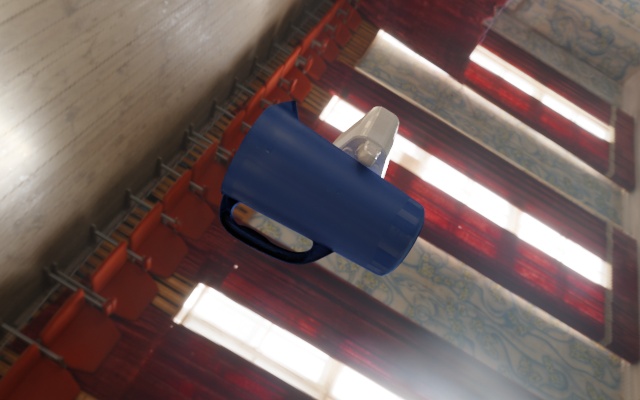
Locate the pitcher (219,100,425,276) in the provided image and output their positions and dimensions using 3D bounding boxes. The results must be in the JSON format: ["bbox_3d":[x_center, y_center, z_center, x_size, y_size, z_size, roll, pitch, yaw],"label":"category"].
[{"bbox_3d":[0.000,0.002,0.612,0.243,0.149,0.145,31,40,-1],"label":"pitcher"}]
